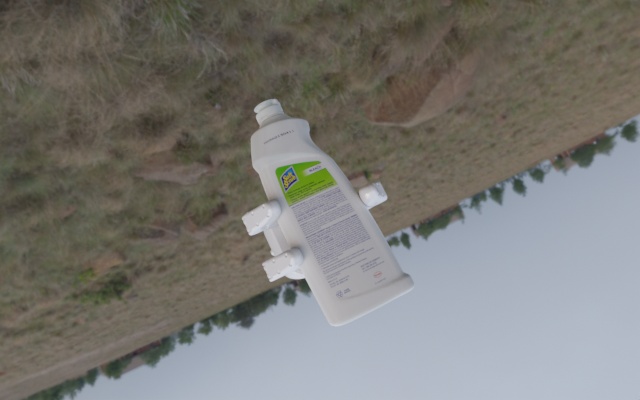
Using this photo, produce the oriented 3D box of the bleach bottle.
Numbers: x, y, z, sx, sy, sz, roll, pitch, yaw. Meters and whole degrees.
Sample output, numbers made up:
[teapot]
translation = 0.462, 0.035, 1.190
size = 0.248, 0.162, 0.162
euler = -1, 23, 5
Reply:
[bleach bottle]
translation = 0.000, 0.002, 0.521
size = 0.102, 0.251, 0.068
euler = -24, -8, -14
